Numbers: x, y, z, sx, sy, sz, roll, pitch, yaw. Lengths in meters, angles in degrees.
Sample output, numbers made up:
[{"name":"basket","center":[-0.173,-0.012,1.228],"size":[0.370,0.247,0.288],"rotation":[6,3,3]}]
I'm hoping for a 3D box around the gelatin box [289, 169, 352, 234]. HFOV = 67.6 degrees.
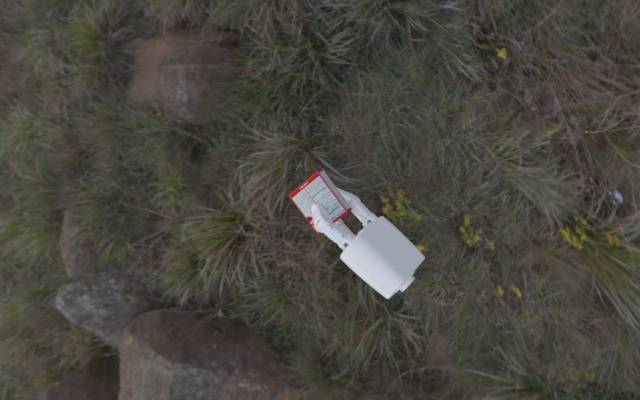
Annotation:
[{"name":"gelatin box","center":[0.000,0.003,0.839],"size":[0.073,0.089,0.030],"rotation":[-39,-3,26]}]
